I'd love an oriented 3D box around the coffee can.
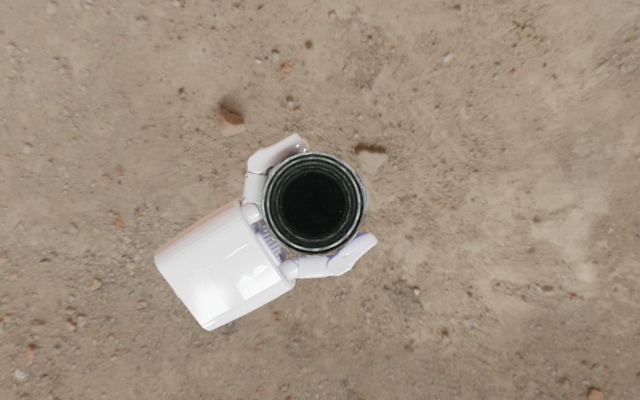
[{"bbox_3d":[0.000,0.002,0.526,0.103,0.103,0.140,0,1,6],"label":"coffee can"}]
